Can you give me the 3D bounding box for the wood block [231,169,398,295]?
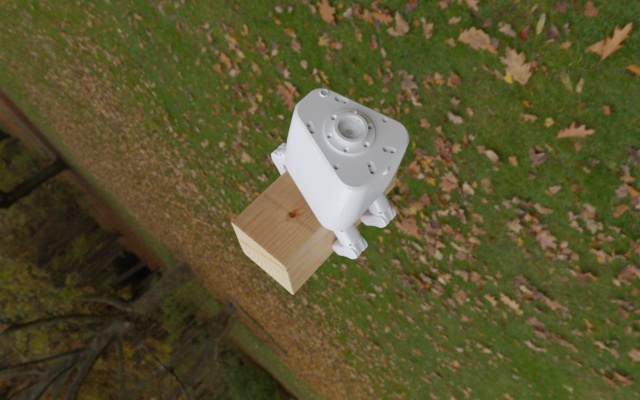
[{"bbox_3d":[0.000,0.002,0.600,0.091,0.206,0.090,36,-23,22],"label":"wood block"}]
